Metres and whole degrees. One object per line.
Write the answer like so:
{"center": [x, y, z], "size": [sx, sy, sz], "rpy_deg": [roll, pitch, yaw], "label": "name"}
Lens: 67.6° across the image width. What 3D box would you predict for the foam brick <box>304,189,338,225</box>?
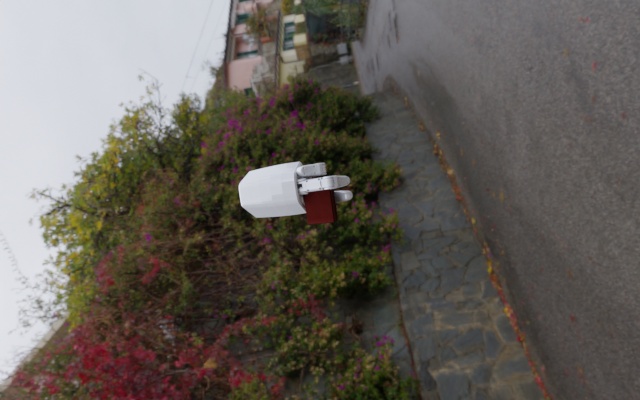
{"center": [0.000, 0.003, 0.877], "size": [0.051, 0.078, 0.053], "rpy_deg": [-8, 1, 7], "label": "foam brick"}
